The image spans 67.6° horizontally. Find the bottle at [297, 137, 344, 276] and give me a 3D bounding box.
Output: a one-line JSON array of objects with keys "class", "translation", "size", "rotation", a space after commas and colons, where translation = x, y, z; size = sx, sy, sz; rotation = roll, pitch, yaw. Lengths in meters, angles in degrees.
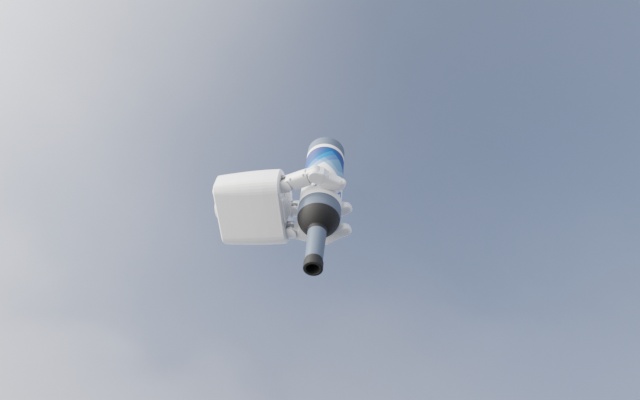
[{"class": "bottle", "translation": [0.000, 0.002, 0.753], "size": [0.069, 0.069, 0.295], "rotation": [0, 37, 5]}]
